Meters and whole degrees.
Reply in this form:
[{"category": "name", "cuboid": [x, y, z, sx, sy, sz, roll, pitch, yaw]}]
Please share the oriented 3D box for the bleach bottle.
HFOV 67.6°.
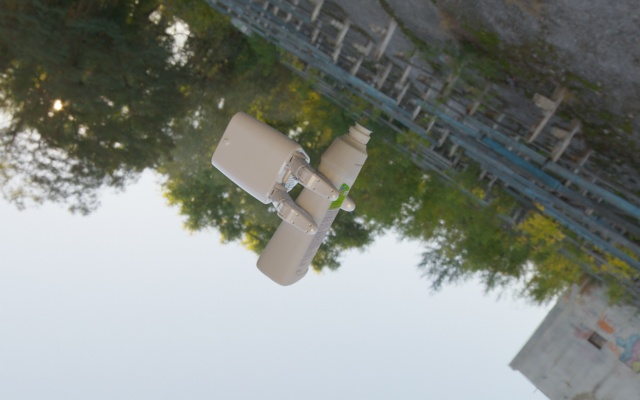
[{"category": "bleach bottle", "cuboid": [0.000, 0.002, 0.692, 0.068, 0.251, 0.102, 34, 15, 11]}]
